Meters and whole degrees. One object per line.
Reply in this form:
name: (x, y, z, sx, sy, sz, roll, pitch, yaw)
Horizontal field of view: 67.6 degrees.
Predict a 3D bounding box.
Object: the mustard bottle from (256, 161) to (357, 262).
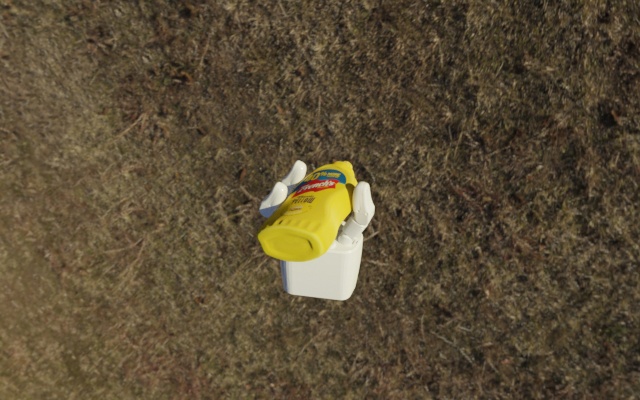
mustard bottle: (0.000, 0.002, 0.643, 0.096, 0.058, 0.191, -5, 31, 32)
